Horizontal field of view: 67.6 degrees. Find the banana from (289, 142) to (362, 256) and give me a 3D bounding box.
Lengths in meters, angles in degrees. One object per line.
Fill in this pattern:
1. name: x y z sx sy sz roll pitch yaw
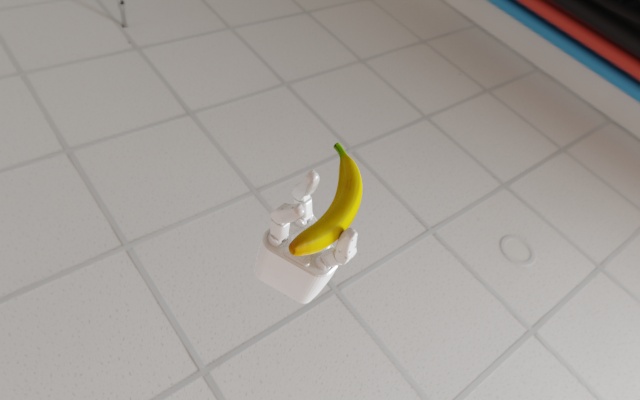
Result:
1. banana: 0.018 0.008 0.655 0.069 0.197 0.037 27 -38 -5
